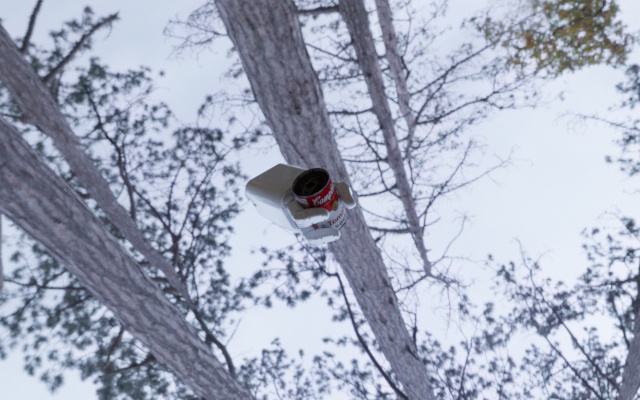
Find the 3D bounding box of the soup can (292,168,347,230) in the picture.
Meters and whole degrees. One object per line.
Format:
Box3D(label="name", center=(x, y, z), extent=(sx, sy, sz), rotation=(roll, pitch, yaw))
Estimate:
Box3D(label="soup can", center=(0.001, 0.003, 0.837), extent=(0.068, 0.068, 0.102), rotation=(0, -42, 27))
